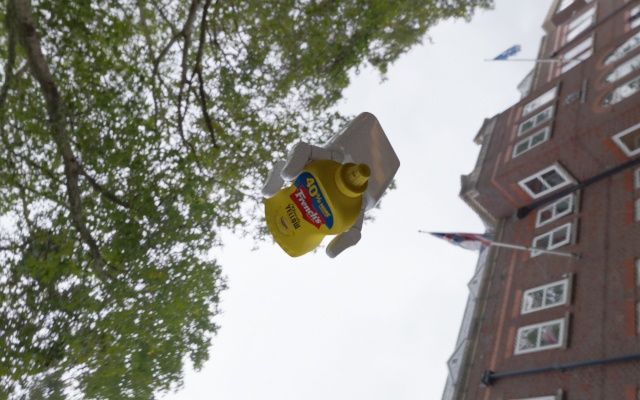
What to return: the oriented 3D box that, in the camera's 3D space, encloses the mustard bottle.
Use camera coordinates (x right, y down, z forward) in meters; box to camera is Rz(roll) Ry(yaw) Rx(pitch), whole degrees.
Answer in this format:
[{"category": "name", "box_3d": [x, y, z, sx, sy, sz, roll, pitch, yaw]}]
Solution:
[{"category": "mustard bottle", "box_3d": [0.000, 0.002, 0.613, 0.058, 0.096, 0.192, -18, -12, -40]}]
